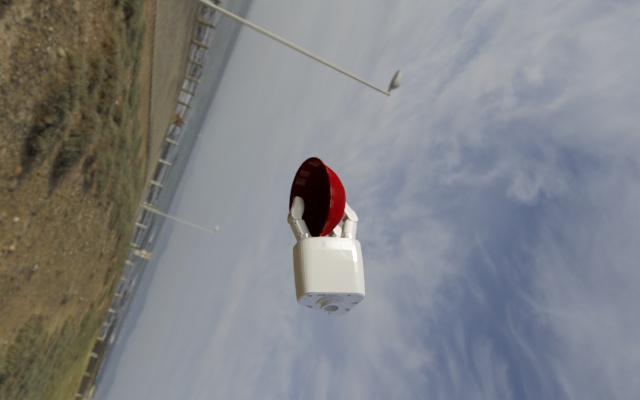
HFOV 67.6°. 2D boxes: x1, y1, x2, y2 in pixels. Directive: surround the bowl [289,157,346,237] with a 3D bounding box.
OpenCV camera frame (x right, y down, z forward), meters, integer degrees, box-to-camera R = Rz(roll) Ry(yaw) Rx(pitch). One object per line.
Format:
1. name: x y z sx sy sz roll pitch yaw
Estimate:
1. bowl: 0.000 0.002 0.882 0.055 0.162 0.162 5 -2 -29
